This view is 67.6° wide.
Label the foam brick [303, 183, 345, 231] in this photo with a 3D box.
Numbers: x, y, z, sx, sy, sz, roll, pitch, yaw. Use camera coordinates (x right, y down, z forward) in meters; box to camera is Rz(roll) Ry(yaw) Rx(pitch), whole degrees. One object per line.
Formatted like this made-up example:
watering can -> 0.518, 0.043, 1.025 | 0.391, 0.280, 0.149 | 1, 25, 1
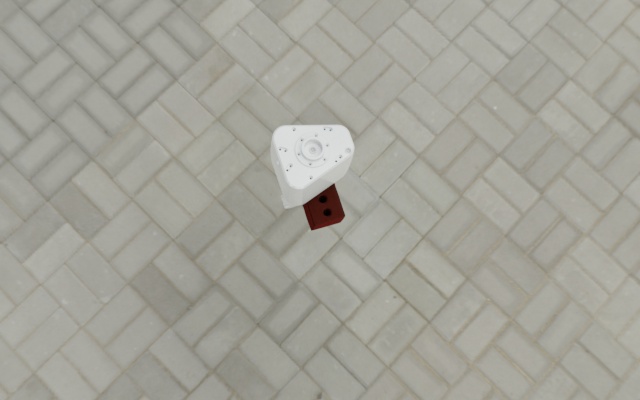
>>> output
foam brick -> 0.000, 0.003, 0.763 | 0.053, 0.078, 0.051 | -17, -9, -11
